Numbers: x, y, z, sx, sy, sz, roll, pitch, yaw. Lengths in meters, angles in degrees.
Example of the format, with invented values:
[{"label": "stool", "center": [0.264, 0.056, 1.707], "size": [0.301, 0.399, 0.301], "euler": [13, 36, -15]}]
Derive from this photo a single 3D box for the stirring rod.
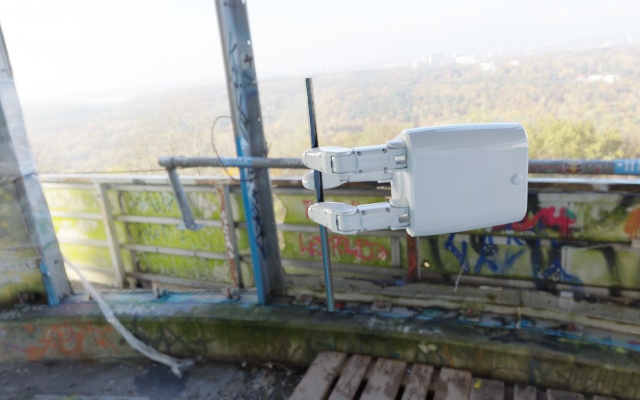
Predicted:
[{"label": "stirring rod", "center": [0.000, 0.002, 0.475], "size": [0.011, 0.239, 0.011], "euler": [-5, 17, 2]}]
